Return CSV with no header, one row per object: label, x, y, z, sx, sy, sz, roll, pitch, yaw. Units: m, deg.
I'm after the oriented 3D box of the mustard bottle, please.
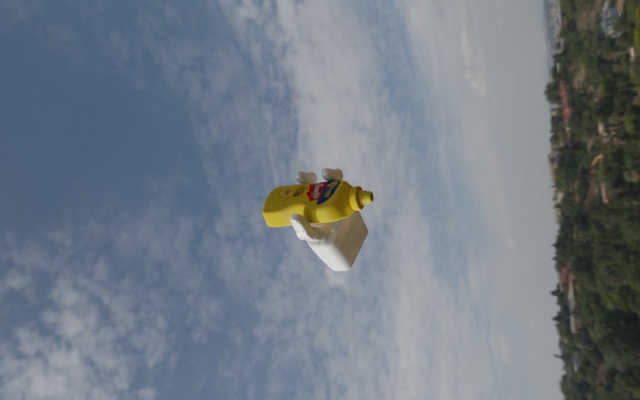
mustard bottle,0.000,0.002,0.833,0.191,0.058,0.096,-5,28,26
